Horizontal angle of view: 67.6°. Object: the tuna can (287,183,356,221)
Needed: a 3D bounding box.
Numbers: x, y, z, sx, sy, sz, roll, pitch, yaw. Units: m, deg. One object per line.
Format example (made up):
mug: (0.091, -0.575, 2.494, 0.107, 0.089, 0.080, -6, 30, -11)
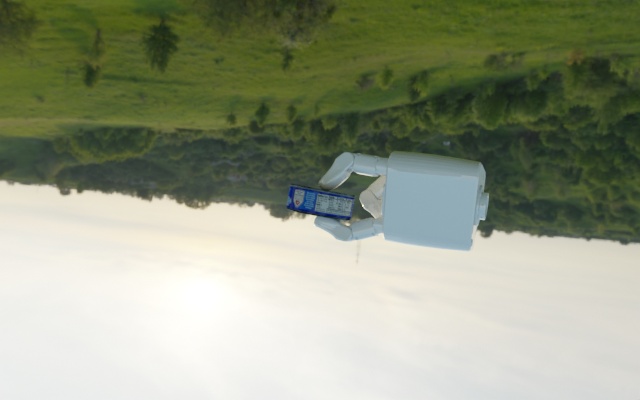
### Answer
tuna can: (0.000, 0.003, 0.614, 0.086, 0.034, 0.086, 11, 2, 0)
